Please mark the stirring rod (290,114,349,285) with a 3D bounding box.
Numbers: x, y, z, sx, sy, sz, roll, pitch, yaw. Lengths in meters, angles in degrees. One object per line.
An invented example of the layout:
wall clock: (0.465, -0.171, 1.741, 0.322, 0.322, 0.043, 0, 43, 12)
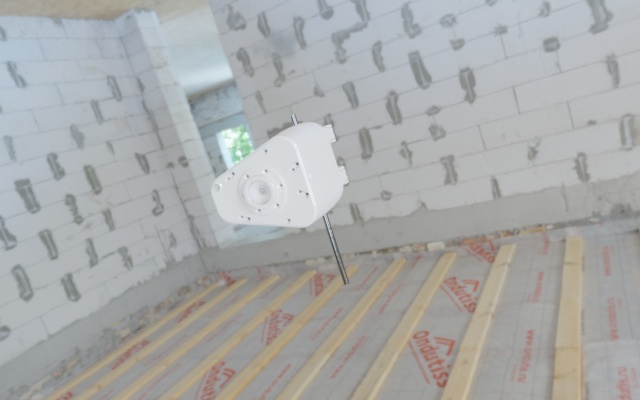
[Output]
stirring rod: (0.000, 0.002, 0.641, 0.011, 0.239, 0.011, -17, 10, 3)
